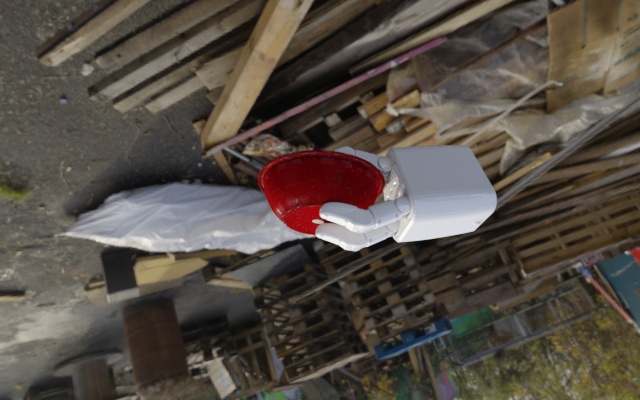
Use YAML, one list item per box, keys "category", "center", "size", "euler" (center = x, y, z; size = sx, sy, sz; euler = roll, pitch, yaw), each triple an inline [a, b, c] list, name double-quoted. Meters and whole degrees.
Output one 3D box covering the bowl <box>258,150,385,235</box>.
- category: "bowl"
  center: [-0.001, 0.002, 0.597]
  size: [0.162, 0.055, 0.162]
  euler: [2, -26, 1]
